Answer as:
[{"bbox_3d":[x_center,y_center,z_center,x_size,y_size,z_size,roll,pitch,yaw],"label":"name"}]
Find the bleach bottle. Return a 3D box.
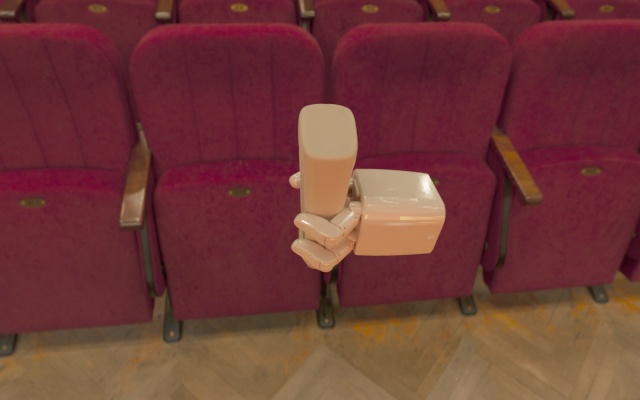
[{"bbox_3d":[0.000,0.002,0.639,0.068,0.102,0.251,1,-42,-5],"label":"bleach bottle"}]
